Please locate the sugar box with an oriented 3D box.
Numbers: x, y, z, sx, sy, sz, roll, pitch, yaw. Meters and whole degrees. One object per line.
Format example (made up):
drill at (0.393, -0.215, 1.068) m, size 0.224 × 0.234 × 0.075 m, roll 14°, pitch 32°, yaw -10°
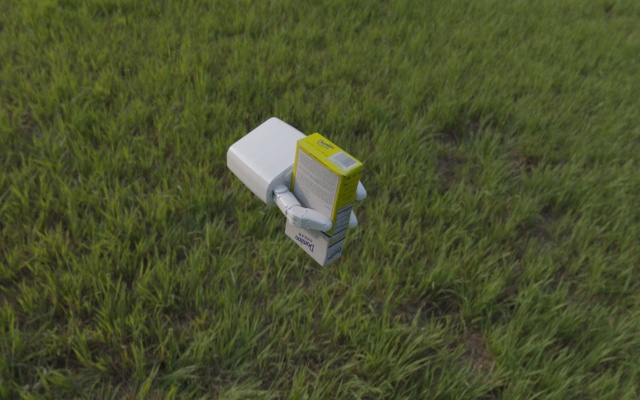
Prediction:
sugar box at (0.000, 0.002, 0.689) m, size 0.048 × 0.176 × 0.093 m, roll -28°, pitch 54°, yaw -35°
